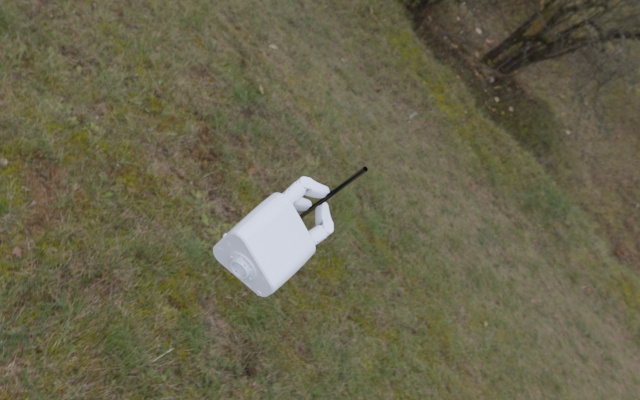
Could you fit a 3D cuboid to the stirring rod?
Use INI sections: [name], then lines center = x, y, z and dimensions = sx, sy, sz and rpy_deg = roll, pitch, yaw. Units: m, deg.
[stirring rod]
center = 0.000, 0.003, 0.782
dimensions = 0.011, 0.011, 0.240
rpy_deg = 0, -24, -36
